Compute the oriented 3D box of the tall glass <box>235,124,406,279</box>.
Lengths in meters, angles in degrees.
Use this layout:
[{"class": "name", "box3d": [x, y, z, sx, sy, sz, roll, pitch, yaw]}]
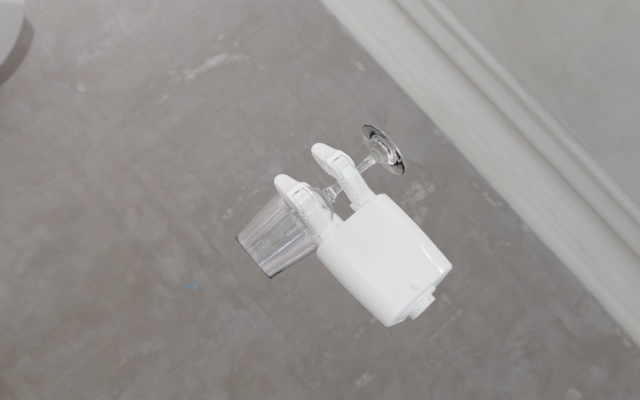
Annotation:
[{"class": "tall glass", "box3d": [0.001, 0.001, 0.547, 0.201, 0.079, 0.079, -39, 9, -11]}]
